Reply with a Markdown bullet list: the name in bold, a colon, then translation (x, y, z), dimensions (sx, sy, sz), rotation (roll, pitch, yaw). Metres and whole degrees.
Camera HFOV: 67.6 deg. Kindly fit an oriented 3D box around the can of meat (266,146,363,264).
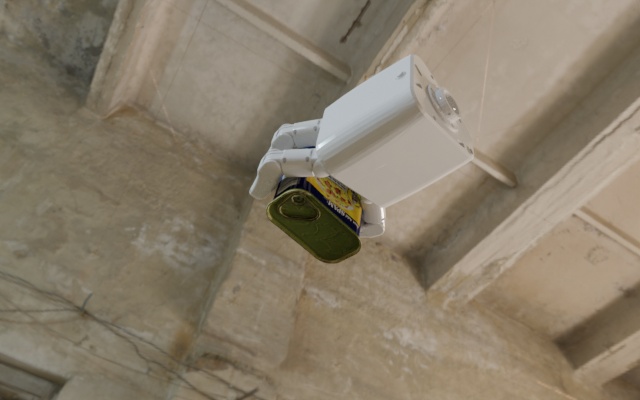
- **can of meat**: translation (0.000, 0.002, 0.502), dimensions (0.057, 0.084, 0.102), rotation (-32, -61, 33)
